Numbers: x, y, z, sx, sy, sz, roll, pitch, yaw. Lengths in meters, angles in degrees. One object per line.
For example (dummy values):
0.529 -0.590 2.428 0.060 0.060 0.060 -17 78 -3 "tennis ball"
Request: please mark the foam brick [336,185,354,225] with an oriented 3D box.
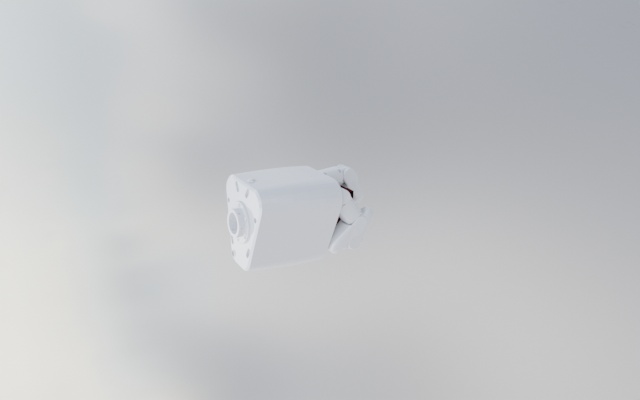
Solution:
0.000 0.002 0.640 0.051 0.053 0.078 -8 23 -33 "foam brick"
